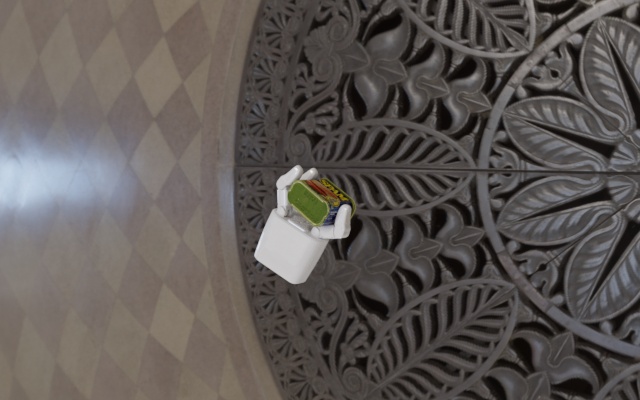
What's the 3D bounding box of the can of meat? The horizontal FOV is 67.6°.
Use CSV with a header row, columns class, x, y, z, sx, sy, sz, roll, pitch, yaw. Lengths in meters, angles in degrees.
class,x,y,z,sx,sy,sz,roll,pitch,yaw
can of meat,0.000,0.003,0.874,0.102,0.057,0.084,41,25,28
